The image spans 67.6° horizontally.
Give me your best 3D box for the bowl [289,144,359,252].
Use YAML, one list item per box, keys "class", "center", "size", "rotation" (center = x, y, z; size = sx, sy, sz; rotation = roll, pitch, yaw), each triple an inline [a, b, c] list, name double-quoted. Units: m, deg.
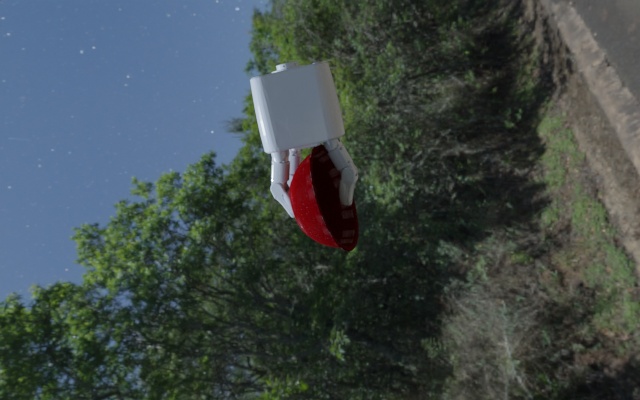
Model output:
- class: "bowl"
  center: [0.000, 0.004, 0.699]
  size: [0.055, 0.162, 0.162]
  rotation: [-18, -7, 20]
